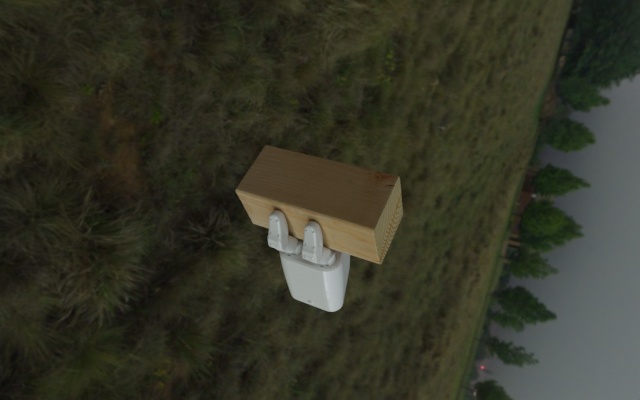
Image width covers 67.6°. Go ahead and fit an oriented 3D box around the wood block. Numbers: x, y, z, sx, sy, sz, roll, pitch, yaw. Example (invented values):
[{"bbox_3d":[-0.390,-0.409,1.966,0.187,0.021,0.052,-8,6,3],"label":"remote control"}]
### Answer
[{"bbox_3d":[0.000,0.002,0.666,0.206,0.090,0.090,15,-31,24],"label":"wood block"}]
